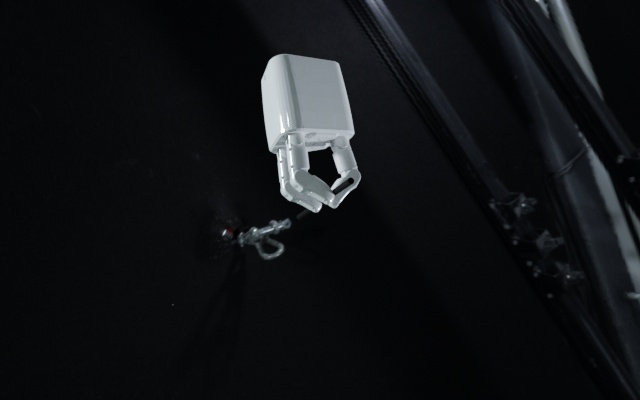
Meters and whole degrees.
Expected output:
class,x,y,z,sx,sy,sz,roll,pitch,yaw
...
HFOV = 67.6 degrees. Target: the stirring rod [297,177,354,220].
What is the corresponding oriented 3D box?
class,x,y,z,sx,sy,sz,roll,pitch,yaw
stirring rod,0.000,0.002,0.657,0.011,0.011,0.239,0,-12,-17
